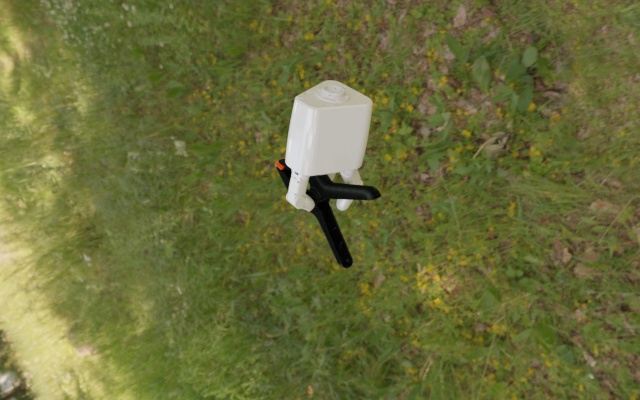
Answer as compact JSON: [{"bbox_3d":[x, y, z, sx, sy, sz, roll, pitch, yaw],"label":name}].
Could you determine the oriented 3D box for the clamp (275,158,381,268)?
[{"bbox_3d":[-0.001,0.002,0.778,0.036,0.165,0.210,-22,47,-39],"label":"clamp"}]
